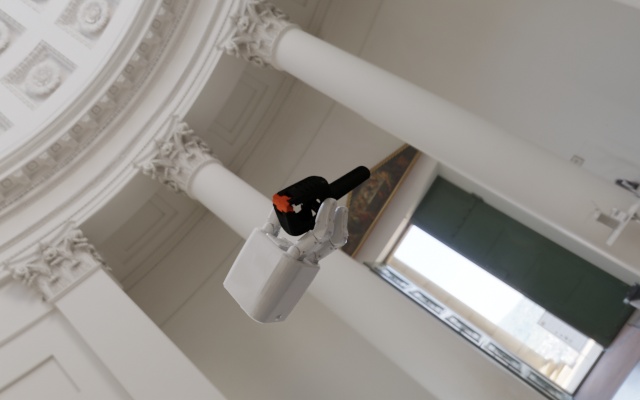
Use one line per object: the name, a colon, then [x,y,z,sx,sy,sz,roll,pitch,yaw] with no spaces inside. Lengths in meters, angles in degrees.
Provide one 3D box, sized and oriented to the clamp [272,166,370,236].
clamp: [-0.001,0.002,0.709,0.036,0.164,0.210,34,4,25]
